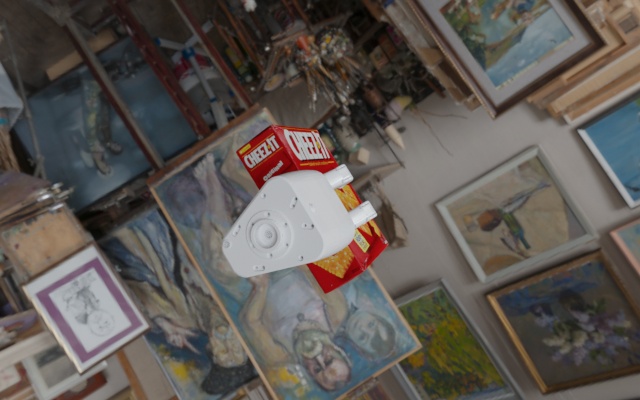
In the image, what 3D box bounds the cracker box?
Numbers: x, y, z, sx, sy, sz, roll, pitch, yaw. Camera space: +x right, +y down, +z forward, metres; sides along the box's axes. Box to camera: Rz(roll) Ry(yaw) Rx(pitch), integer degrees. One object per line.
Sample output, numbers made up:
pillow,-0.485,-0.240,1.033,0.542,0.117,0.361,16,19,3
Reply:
cracker box,0.000,0.002,0.657,0.072,0.213,0.164,-34,-6,19
